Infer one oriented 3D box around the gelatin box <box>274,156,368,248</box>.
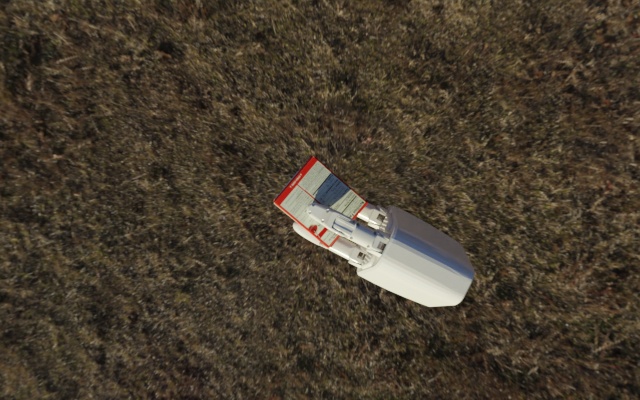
[{"bbox_3d":[0.000,0.002,0.572,0.089,0.073,0.030,40,0,-7],"label":"gelatin box"}]
